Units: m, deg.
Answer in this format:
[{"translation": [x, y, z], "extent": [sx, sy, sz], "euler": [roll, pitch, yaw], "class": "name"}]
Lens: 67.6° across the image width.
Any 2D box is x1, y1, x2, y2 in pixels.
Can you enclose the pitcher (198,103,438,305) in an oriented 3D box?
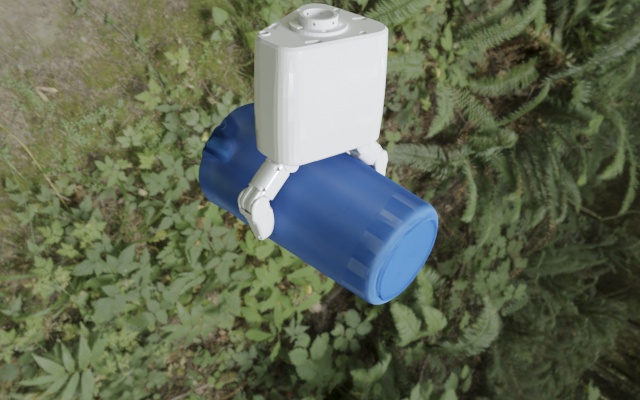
[{"translation": [0.000, 0.002, 0.511], "extent": [0.242, 0.145, 0.149], "euler": [32, 48, 31], "class": "pitcher"}]
